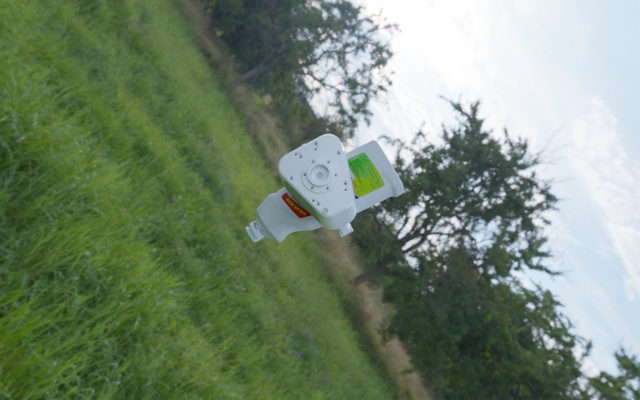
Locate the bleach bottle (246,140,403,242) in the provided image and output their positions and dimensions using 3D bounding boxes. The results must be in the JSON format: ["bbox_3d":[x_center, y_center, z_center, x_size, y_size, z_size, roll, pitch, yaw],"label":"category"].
[{"bbox_3d":[0.000,0.002,0.772,0.251,0.102,0.068,-29,-12,-1],"label":"bleach bottle"}]
